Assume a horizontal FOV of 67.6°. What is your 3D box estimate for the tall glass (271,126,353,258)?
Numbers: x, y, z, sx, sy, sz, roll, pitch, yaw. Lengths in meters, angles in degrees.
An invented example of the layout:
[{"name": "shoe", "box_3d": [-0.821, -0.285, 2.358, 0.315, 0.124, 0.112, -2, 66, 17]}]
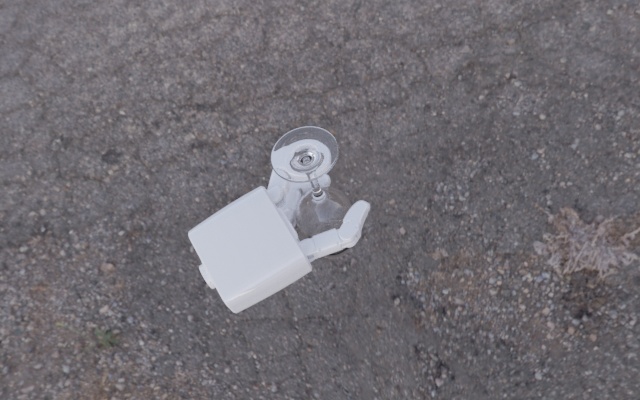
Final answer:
[{"name": "tall glass", "box_3d": [0.000, 0.002, 0.590, 0.079, 0.079, 0.201, 0, -31, 12]}]
